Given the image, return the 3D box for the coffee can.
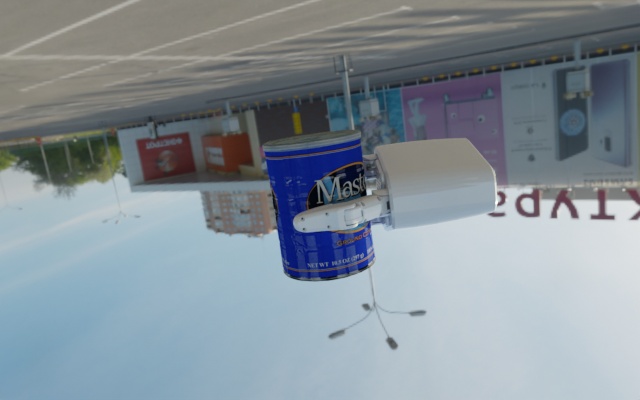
[{"bbox_3d":[0.000,0.002,0.509,0.103,0.140,0.102,-8,12,2],"label":"coffee can"}]
